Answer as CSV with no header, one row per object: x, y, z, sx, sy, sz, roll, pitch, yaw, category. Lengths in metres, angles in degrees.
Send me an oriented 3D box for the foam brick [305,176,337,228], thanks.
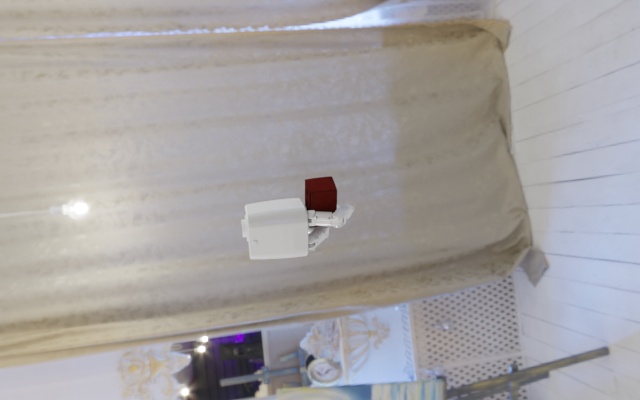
0.000,0.003,0.875,0.051,0.078,0.053,-4,30,-9,foam brick
